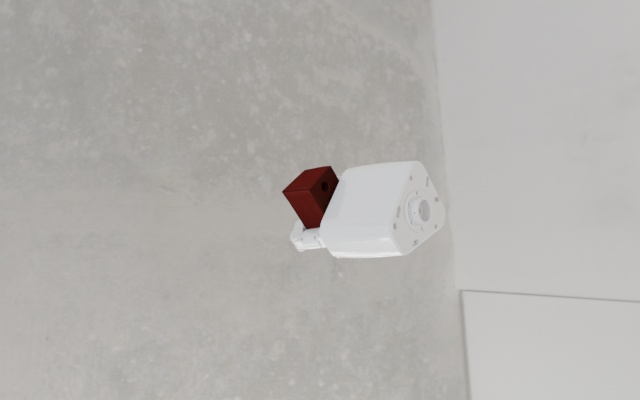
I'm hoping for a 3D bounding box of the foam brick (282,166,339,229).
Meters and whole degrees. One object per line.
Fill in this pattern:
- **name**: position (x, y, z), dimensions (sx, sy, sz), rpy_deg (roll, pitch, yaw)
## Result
- **foam brick**: position (0.000, 0.002, 0.616), dimensions (0.051, 0.078, 0.053), rpy_deg (-6, 34, 46)
